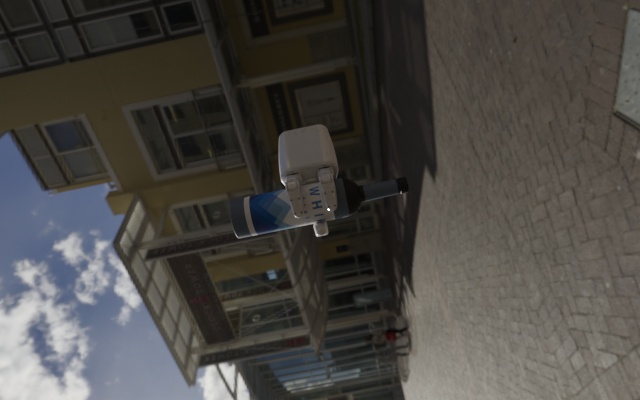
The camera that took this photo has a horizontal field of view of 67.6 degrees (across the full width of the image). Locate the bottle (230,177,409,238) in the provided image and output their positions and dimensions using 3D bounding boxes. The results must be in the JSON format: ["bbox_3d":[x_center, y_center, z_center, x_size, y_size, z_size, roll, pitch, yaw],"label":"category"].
[{"bbox_3d":[0.000,0.003,0.802,0.296,0.069,0.069,-11,-1,2],"label":"bottle"}]
